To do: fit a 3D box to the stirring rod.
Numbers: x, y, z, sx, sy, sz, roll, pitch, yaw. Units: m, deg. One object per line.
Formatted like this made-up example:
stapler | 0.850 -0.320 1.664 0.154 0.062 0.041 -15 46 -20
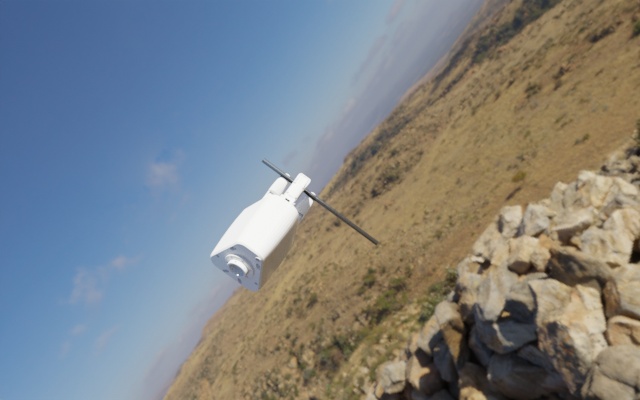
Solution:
stirring rod | 0.000 0.003 0.809 0.239 0.011 0.011 36 -2 -3
